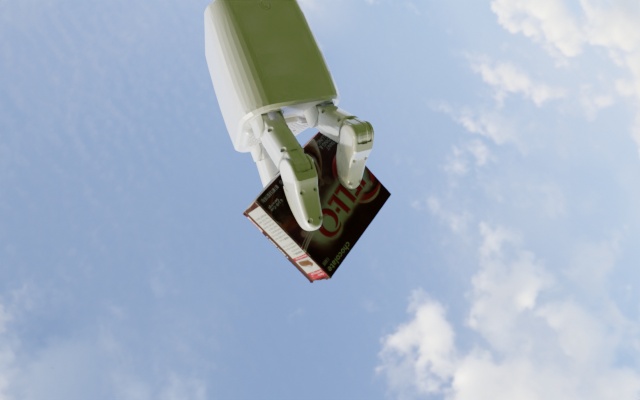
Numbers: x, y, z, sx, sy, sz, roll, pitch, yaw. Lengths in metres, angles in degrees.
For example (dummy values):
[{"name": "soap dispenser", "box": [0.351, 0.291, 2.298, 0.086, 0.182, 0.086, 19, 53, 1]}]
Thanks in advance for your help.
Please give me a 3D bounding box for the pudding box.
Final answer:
[{"name": "pudding box", "box": [0.000, 0.001, 0.422, 0.113, 0.090, 0.039, -50, 11, -31]}]
